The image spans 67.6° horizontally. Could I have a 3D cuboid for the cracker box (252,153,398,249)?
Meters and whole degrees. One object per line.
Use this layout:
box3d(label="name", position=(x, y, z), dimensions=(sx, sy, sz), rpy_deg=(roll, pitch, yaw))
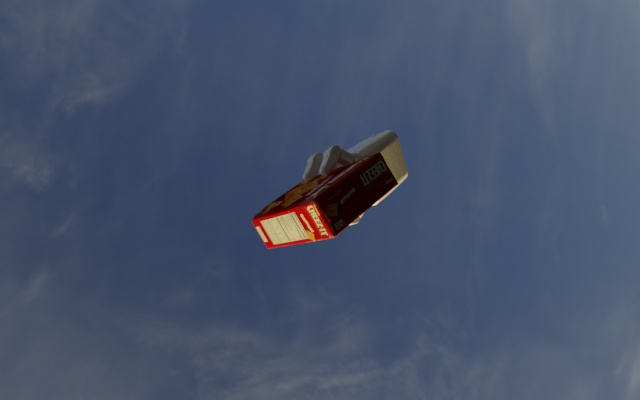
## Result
box3d(label="cracker box", position=(0.000, 0.003, 0.816), dimensions=(0.164, 0.072, 0.214), rpy_deg=(-37, 12, -33))
